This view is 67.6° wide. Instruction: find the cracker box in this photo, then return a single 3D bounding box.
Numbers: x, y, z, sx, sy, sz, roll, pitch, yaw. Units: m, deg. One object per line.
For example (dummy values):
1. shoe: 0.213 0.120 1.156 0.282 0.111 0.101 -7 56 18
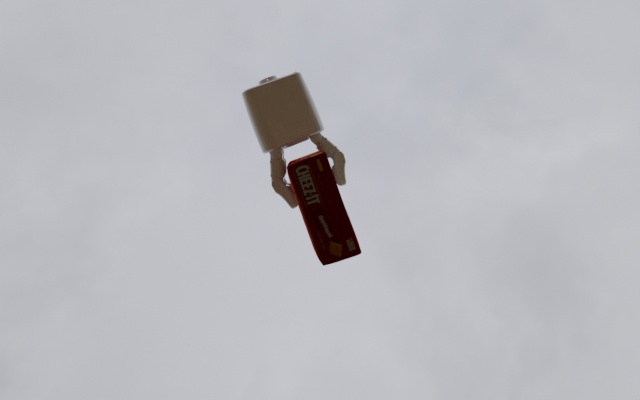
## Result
1. cracker box: 0.000 0.003 0.808 0.072 0.164 0.213 -20 7 1
